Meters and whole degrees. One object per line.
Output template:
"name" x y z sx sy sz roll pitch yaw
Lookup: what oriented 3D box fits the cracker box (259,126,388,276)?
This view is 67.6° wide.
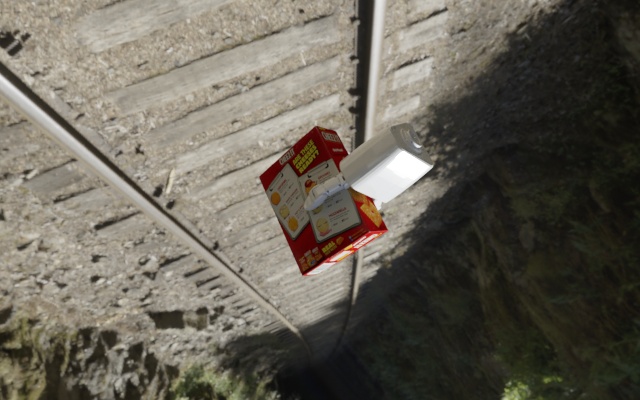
"cracker box" 0.000 0.003 0.854 0.164 0.213 0.072 -38 -23 30
